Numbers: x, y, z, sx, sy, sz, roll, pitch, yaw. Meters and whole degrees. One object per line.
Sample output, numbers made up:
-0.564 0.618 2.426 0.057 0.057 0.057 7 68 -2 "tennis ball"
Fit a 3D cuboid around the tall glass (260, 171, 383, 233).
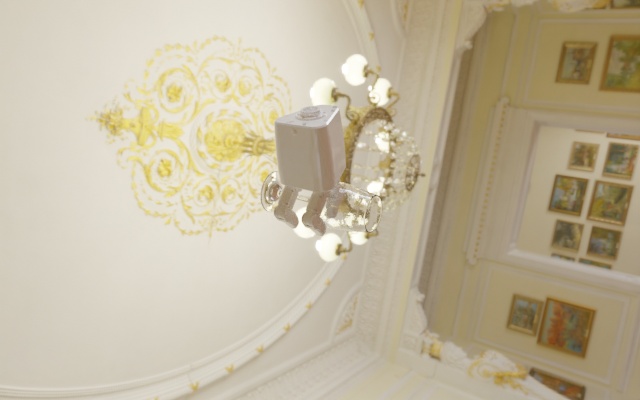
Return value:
0.000 0.003 0.799 0.201 0.079 0.079 13 6 30 "tall glass"
